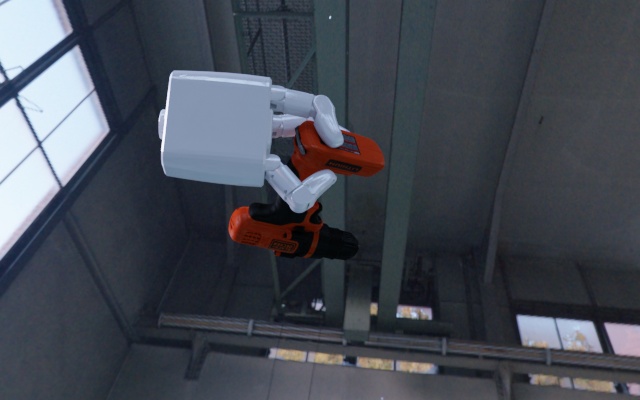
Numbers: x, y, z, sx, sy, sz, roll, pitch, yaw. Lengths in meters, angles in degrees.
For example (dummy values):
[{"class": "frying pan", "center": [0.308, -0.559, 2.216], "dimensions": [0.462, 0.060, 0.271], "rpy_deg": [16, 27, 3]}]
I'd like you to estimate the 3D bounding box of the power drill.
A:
[{"class": "power drill", "center": [0.000, 0.002, 0.593], "dimensions": [0.184, 0.188, 0.057], "rpy_deg": [12, 39, -27]}]
